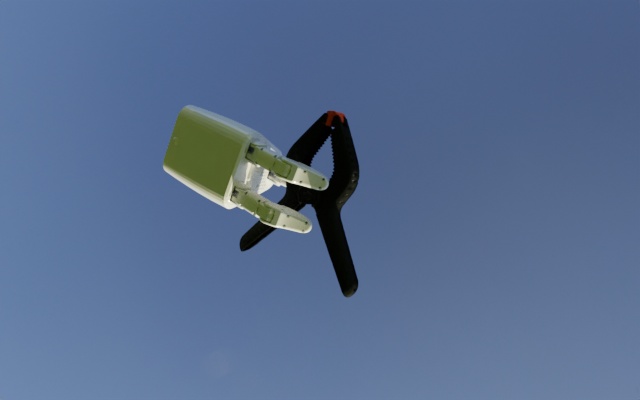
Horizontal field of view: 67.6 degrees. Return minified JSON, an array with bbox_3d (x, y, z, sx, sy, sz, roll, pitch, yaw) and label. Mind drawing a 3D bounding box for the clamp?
[{"bbox_3d":[0.000,0.001,0.567,0.164,0.210,0.036,27,14,20],"label":"clamp"}]
